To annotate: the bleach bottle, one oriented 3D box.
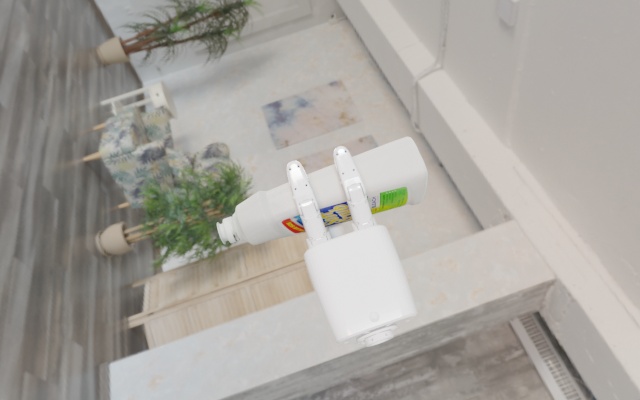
[{"bbox_3d":[0.000,0.002,0.584,0.251,0.068,0.103,-19,-23,-2],"label":"bleach bottle"}]
